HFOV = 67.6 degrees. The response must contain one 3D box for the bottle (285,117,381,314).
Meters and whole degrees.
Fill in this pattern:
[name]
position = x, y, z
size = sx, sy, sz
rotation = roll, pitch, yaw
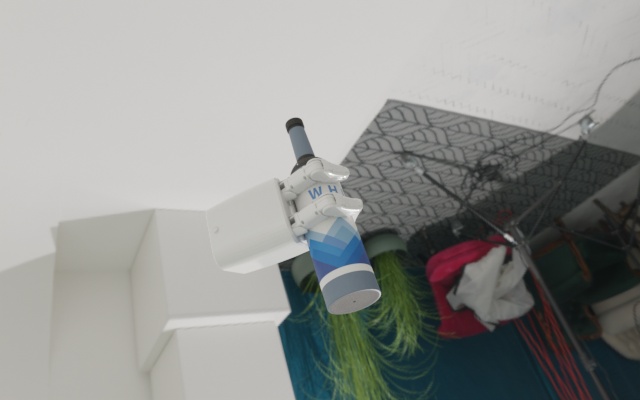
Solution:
[bottle]
position = 0.000, 0.002, 0.640
size = 0.069, 0.295, 0.069
rotation = -13, -32, -9
